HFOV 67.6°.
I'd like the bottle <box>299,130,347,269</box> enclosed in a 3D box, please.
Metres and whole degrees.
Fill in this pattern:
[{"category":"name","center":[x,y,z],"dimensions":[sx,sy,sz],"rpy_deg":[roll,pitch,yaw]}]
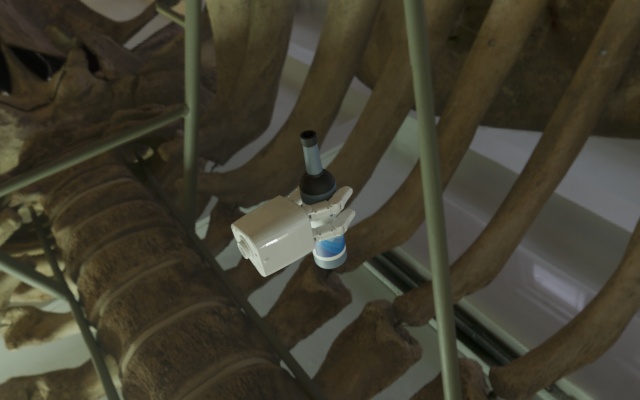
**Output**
[{"category":"bottle","center":[0.000,0.003,0.871],"dimensions":[0.069,0.296,0.069],"rpy_deg":[-6,41,5]}]
